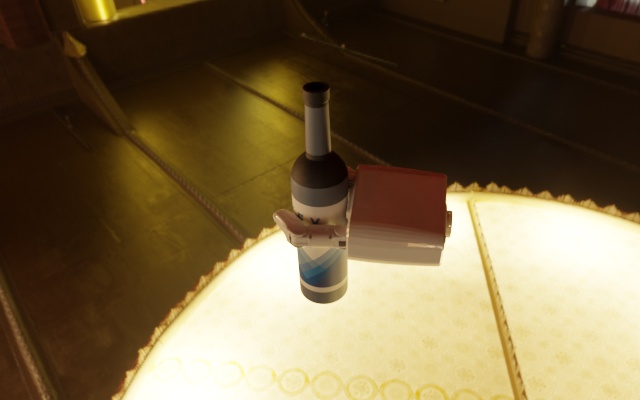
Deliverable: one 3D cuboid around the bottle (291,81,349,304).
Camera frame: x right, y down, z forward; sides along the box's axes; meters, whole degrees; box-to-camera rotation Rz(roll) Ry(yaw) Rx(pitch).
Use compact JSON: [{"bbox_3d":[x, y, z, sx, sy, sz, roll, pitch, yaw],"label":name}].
[{"bbox_3d":[0.000,0.002,0.570,0.069,0.296,0.069,-1,38,1],"label":"bottle"}]
